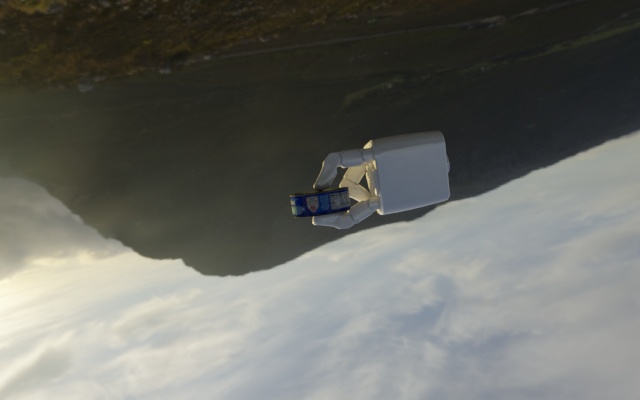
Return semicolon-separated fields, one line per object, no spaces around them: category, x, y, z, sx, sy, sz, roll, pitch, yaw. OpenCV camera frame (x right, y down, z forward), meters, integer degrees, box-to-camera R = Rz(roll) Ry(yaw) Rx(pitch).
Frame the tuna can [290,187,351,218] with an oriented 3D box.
tuna can;0.000;0.003;0.688;0.086;0.034;0.086;-8;3;0
